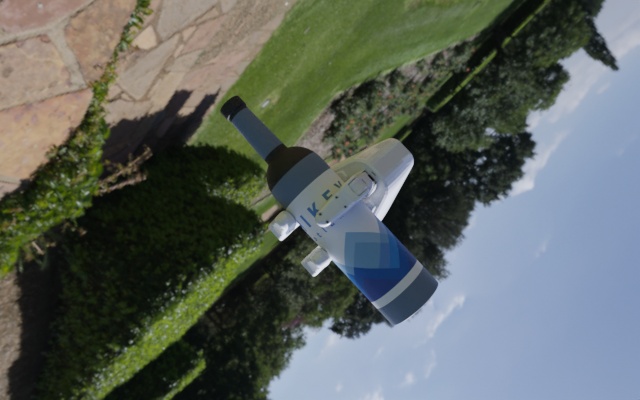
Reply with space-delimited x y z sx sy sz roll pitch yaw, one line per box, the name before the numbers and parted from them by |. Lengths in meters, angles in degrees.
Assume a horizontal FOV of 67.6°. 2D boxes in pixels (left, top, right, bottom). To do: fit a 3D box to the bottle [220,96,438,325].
bottle | 0.000 0.002 0.514 0.069 0.295 0.069 -43 -4 -3
